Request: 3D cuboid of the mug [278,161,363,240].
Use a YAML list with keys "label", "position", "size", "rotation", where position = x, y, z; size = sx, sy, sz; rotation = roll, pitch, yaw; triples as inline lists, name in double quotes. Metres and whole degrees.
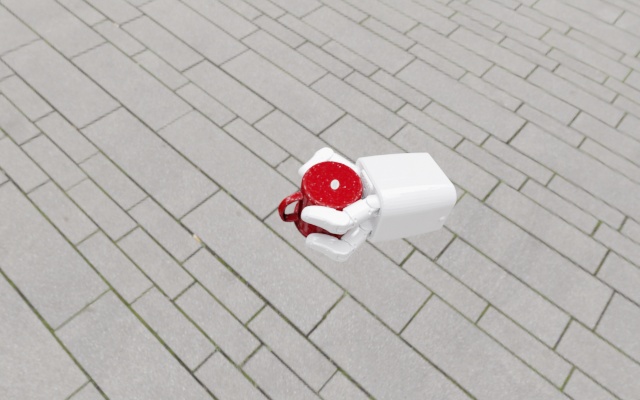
- label: "mug"
  position: [-0.001, 0.002, 0.645]
  size: [0.117, 0.093, 0.082]
  rotation: [-8, -34, -14]
